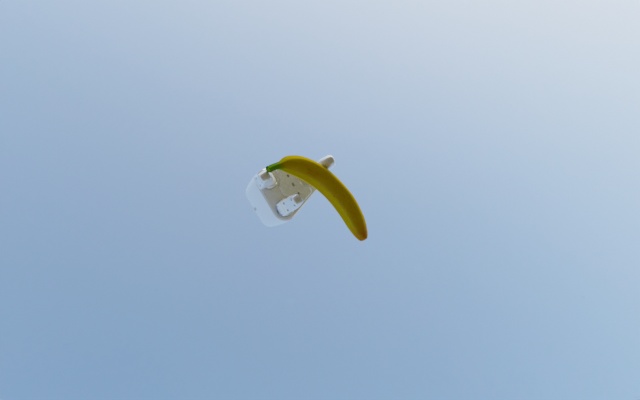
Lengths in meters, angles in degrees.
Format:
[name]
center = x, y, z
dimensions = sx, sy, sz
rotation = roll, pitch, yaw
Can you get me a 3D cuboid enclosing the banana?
[banana]
center = 0.006, -0.014, 0.760
dimensions = 0.198, 0.069, 0.037
rotation = 36, -23, -12
